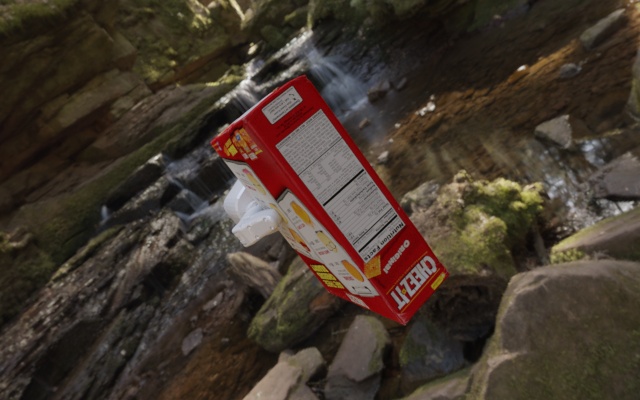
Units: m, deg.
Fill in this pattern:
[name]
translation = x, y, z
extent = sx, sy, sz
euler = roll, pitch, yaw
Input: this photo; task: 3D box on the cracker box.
[cracker box]
translation = 0.000, 0.001, 0.450
extent = 0.072, 0.214, 0.164
euler = -42, 14, -16
